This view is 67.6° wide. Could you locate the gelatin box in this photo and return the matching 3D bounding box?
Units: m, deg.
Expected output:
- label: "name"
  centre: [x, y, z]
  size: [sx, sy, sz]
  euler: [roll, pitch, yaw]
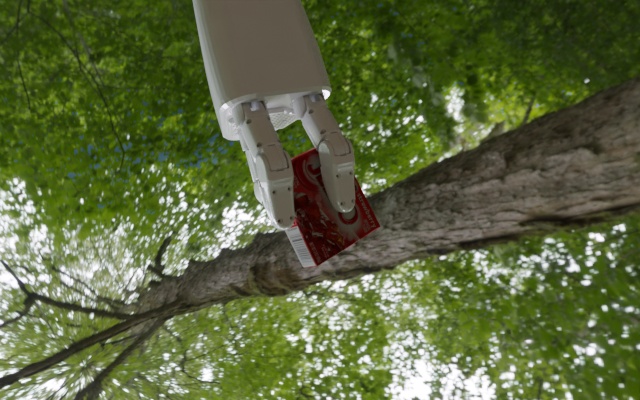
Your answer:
- label: "gelatin box"
  centre: [0.000, 0.002, 0.408]
  size: [0.073, 0.089, 0.030]
  euler: [-29, 5, -29]
